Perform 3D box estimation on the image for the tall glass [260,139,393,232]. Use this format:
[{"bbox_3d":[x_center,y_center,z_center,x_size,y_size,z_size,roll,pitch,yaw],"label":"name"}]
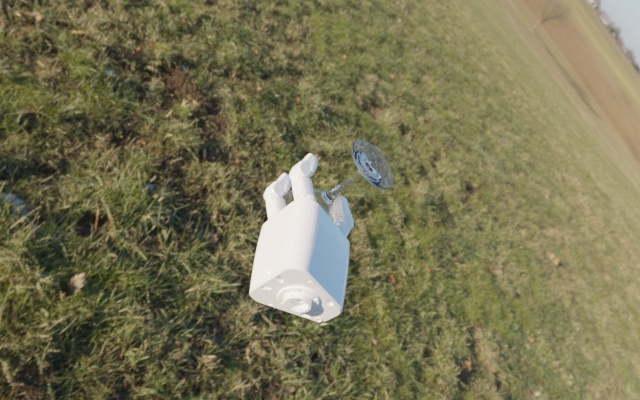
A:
[{"bbox_3d":[0.001,0.002,0.659,0.201,0.079,0.079,-36,-22,35],"label":"tall glass"}]
